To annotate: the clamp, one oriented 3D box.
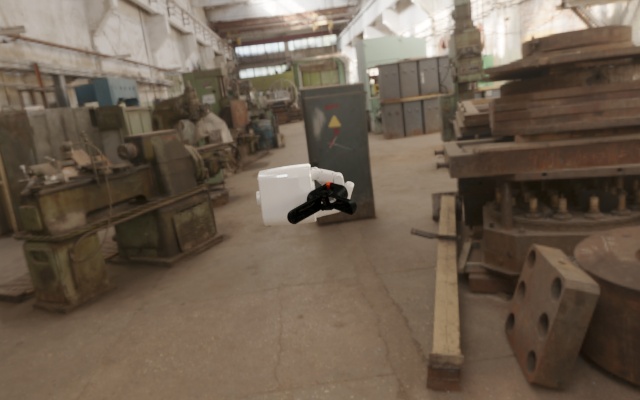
[{"bbox_3d":[0.000,0.002,0.876,0.120,0.039,0.171,-6,13,0],"label":"clamp"}]
